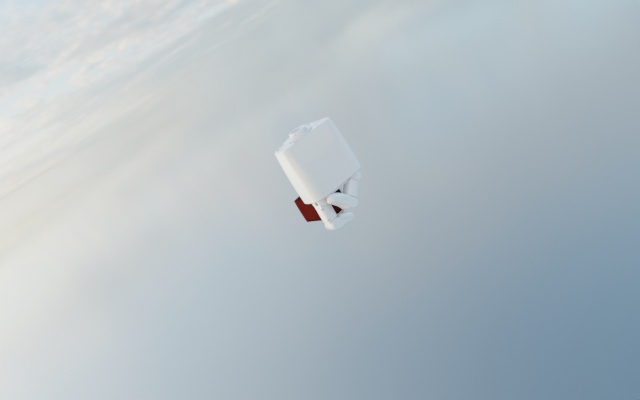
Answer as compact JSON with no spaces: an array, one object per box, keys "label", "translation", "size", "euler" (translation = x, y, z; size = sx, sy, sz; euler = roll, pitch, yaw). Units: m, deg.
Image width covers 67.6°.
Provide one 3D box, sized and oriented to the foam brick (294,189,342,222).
[{"label":"foam brick","translation":[0.000,0.003,0.887],"size":[0.078,0.051,0.053],"euler":[-9,31,51]}]
